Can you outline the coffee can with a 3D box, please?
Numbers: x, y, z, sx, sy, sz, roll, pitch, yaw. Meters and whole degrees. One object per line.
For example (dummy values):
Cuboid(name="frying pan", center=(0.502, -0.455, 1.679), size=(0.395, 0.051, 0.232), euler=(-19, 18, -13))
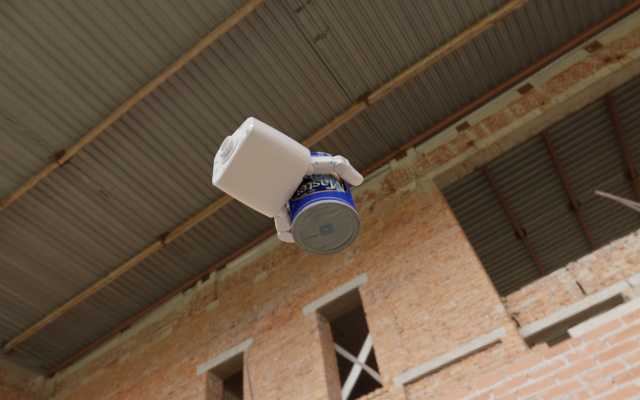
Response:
Cuboid(name="coffee can", center=(0.000, 0.003, 0.757), size=(0.103, 0.103, 0.140), euler=(0, 37, -9))
